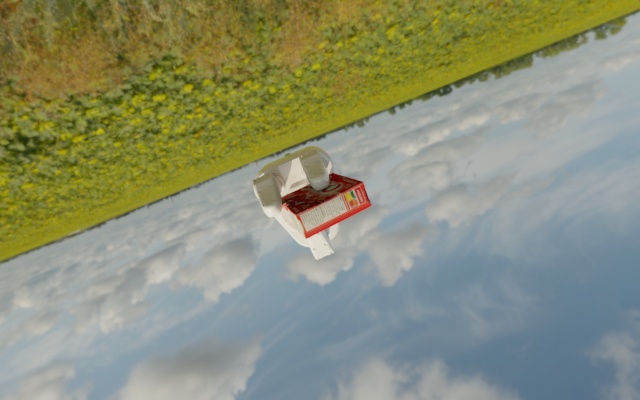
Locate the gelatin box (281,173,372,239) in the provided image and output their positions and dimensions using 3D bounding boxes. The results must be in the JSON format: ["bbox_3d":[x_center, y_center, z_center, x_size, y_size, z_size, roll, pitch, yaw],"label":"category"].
[{"bbox_3d":[0.000,0.002,0.486,0.073,0.030,0.089,-26,16,-12],"label":"gelatin box"}]
